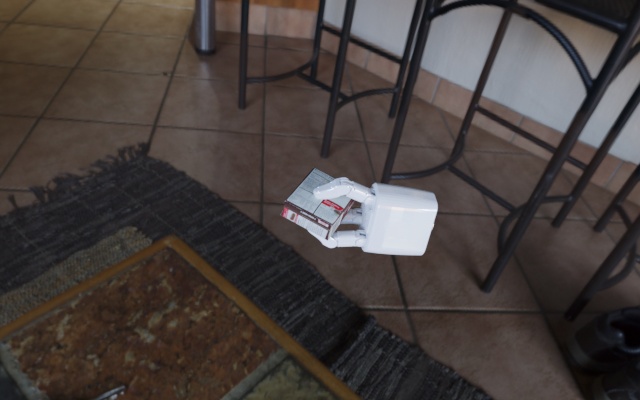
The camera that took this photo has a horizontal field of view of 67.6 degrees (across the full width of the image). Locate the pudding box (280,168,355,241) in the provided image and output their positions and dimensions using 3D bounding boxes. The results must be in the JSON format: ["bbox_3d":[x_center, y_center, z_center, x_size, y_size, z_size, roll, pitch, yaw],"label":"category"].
[{"bbox_3d":[0.000,0.002,0.793,0.090,0.039,0.113,27,41,11],"label":"pudding box"}]
